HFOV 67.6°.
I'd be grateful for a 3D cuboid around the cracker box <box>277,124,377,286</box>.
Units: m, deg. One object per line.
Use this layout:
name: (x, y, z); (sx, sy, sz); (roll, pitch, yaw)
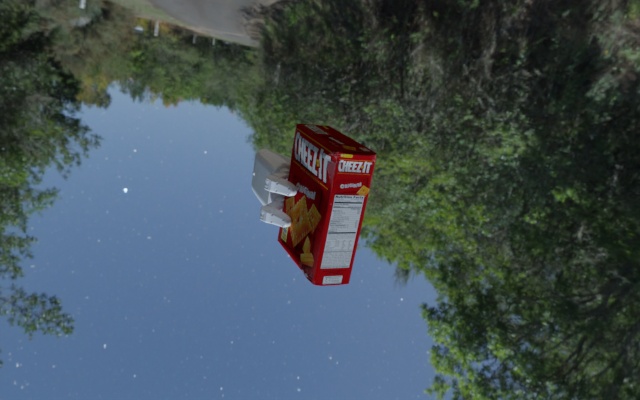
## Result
cracker box: (0.000, 0.003, 0.756); (0.072, 0.214, 0.164); (0, 22, -26)
